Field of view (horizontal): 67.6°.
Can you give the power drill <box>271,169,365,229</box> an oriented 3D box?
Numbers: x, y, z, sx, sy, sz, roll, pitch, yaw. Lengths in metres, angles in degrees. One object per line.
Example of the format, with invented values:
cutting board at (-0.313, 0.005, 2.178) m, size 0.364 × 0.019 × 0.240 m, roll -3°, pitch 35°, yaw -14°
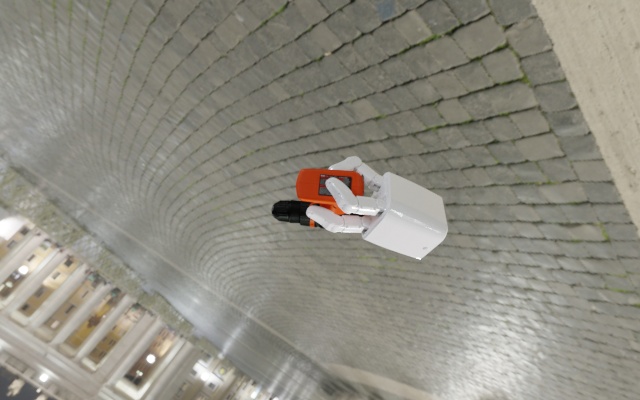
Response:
power drill at (0.000, 0.003, 0.820) m, size 0.184 × 0.057 × 0.188 m, roll 2°, pitch -16°, yaw 1°
